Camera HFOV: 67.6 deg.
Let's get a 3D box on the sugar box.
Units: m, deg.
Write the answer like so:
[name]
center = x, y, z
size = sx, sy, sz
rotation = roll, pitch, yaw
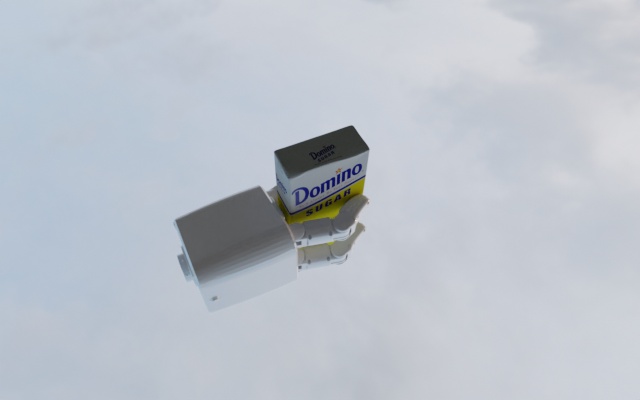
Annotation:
[sugar box]
center = 0.000, 0.002, 0.545
size = 0.093, 0.048, 0.176
rotation = -21, -31, -16
